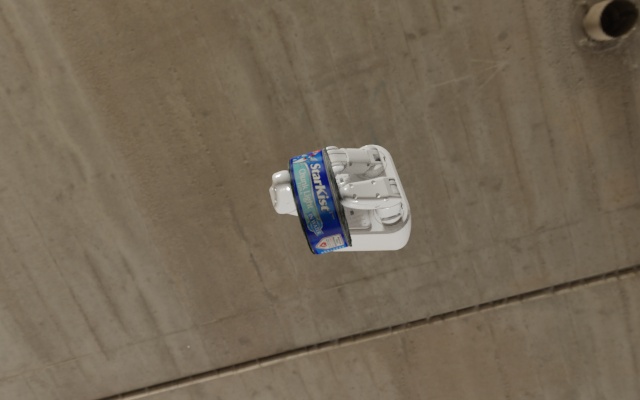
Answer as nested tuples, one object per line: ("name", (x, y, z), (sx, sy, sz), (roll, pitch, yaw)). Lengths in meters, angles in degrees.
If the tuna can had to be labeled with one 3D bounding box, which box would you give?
("tuna can", (-0.001, 0.001, 0.401), (0.034, 0.086, 0.086), (-15, -1, 4))
